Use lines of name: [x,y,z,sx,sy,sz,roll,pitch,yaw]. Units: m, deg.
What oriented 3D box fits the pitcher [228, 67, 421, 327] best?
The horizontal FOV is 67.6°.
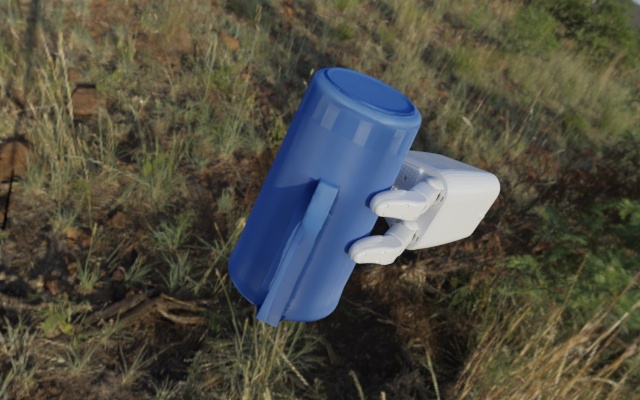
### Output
pitcher: [0.000,0.002,0.479,0.145,0.243,0.149,-1,38,-38]
